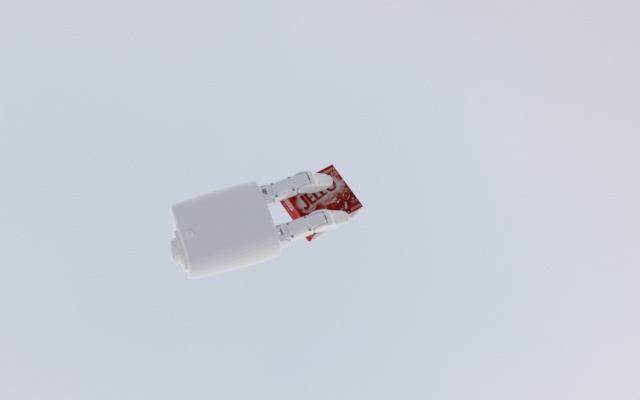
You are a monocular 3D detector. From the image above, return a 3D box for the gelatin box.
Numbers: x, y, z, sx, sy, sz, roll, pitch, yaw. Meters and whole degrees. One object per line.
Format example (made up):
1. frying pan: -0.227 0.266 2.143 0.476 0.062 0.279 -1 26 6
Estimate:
1. gelatin box: 0.000 0.002 0.631 0.089 0.073 0.030 -28 -15 -30
